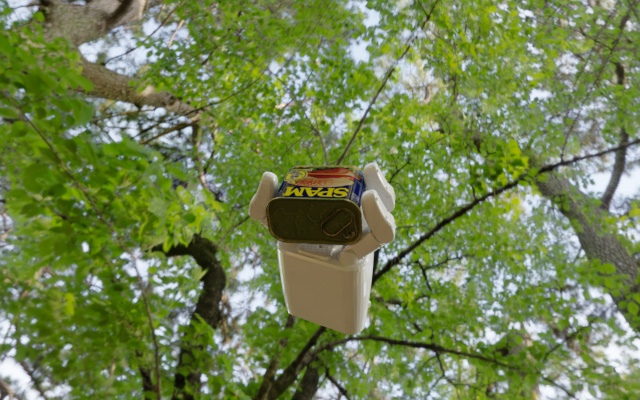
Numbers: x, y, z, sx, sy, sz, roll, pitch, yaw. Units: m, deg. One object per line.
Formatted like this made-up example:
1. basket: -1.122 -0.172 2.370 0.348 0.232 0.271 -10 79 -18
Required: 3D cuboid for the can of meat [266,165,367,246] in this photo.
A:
1. can of meat: 0.000 0.002 0.533 0.102 0.057 0.084 2 31 11
